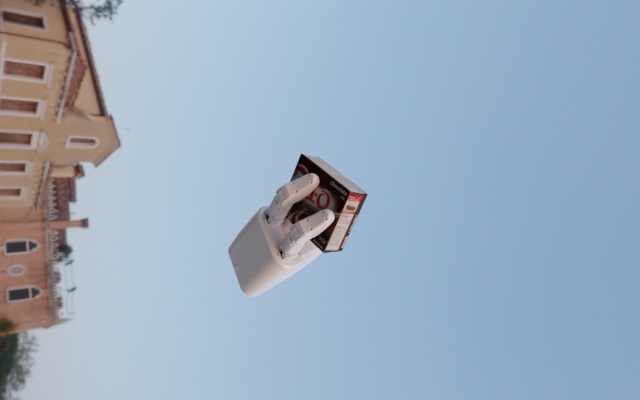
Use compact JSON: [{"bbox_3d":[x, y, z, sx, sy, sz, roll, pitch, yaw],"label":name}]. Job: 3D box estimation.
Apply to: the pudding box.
[{"bbox_3d":[0.000,0.002,0.631,0.039,0.090,0.113,2,28,-44],"label":"pudding box"}]
